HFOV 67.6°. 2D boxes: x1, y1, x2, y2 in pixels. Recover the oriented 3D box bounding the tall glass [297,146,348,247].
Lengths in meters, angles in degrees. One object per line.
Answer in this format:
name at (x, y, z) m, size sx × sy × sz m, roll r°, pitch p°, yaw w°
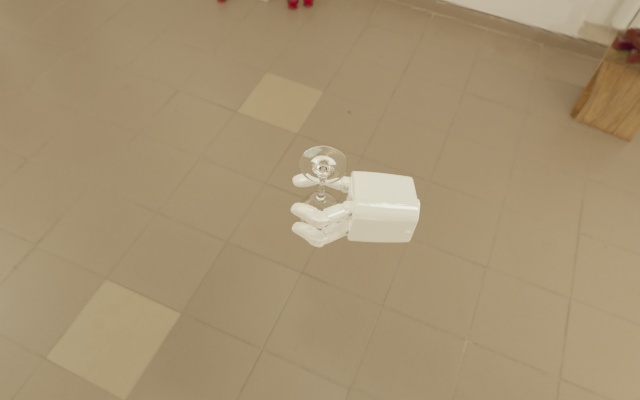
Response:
tall glass at (0.000, 0.002, 0.803) m, size 0.079 × 0.079 × 0.201 m, roll 0°, pitch -35°, yaw -4°
